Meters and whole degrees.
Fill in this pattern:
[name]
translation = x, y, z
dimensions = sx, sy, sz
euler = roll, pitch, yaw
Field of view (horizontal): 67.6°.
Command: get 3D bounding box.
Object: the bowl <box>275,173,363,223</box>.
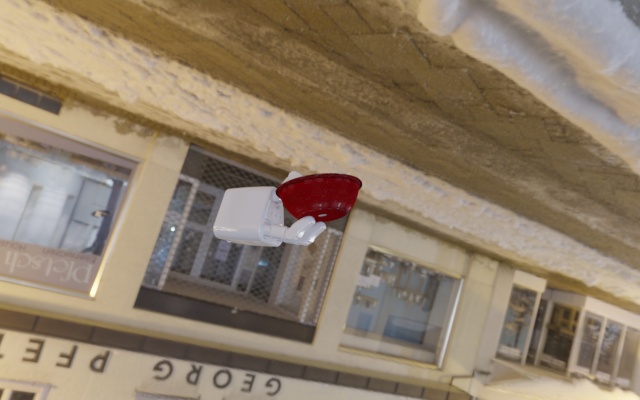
[bowl]
translation = 0.001, 0.003, 0.872
dimensions = 0.162, 0.055, 0.162
euler = -6, -17, -2
